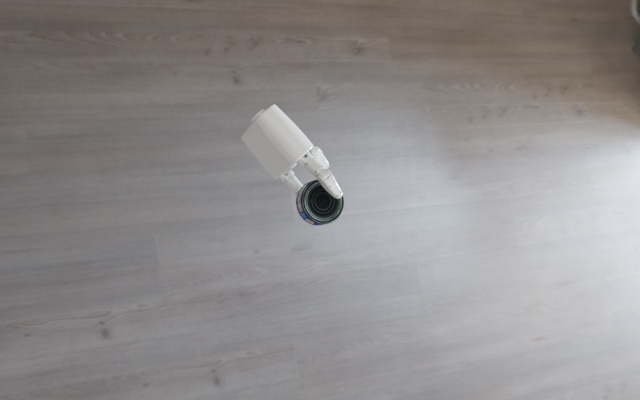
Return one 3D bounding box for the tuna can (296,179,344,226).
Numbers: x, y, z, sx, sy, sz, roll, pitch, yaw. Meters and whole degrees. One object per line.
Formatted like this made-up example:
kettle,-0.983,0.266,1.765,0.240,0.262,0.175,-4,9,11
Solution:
tuna can,0.000,0.003,0.885,0.086,0.086,0.034,0,-6,-21
